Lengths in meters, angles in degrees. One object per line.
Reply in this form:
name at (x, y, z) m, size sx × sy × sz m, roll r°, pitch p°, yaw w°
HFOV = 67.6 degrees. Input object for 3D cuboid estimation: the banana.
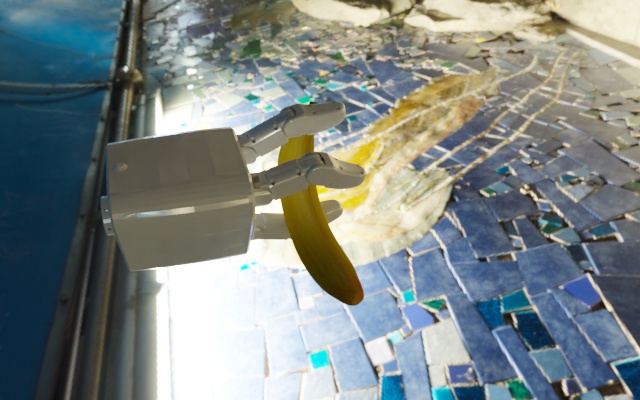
banana at (-0.008, 0.007, 0.433) m, size 0.037 × 0.197 × 0.070 m, roll 0°, pitch -27°, yaw -28°
